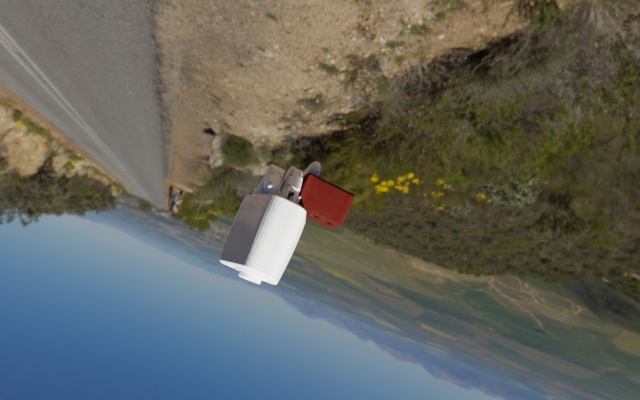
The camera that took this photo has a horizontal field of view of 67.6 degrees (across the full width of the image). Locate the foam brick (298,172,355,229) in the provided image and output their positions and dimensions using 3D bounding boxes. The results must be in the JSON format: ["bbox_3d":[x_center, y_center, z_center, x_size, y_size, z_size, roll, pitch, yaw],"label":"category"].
[{"bbox_3d":[0.000,0.002,0.705,0.078,0.051,0.053,26,-18,-14],"label":"foam brick"}]
